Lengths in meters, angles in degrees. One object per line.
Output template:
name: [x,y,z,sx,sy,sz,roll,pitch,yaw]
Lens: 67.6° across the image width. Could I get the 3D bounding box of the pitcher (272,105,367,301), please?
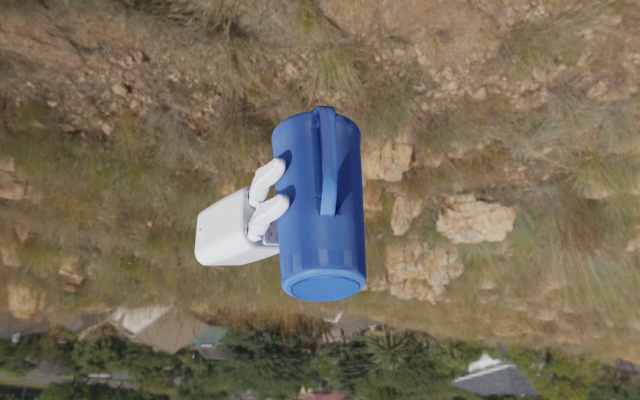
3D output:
pitcher: [0.000,0.002,0.649,0.145,0.242,0.149,-22,-35,29]
